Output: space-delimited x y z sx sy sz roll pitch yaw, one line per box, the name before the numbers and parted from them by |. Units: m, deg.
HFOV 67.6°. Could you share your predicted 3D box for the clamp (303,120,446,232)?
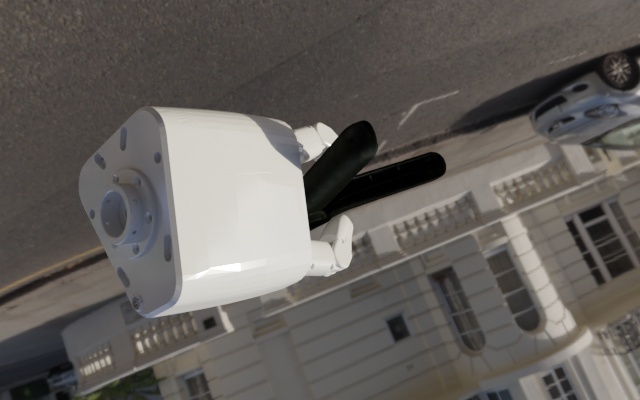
clamp | 0.000 0.002 0.405 0.210 0.036 0.164 -29 -18 33
